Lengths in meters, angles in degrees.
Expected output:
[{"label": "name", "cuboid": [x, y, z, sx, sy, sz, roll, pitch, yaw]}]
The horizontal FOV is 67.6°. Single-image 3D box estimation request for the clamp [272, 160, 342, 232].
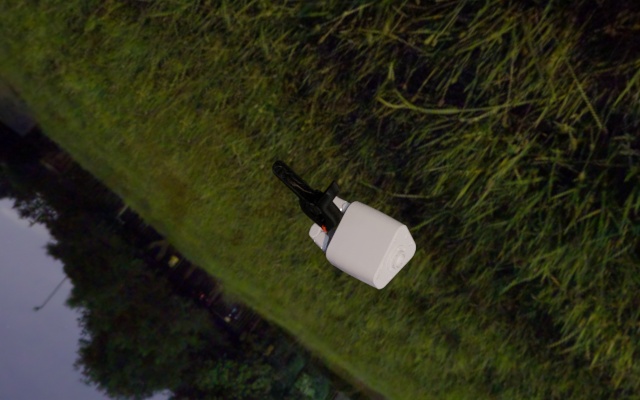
[{"label": "clamp", "cuboid": [0.000, 0.003, 0.780, 0.120, 0.039, 0.172, 25, -18, 38]}]
